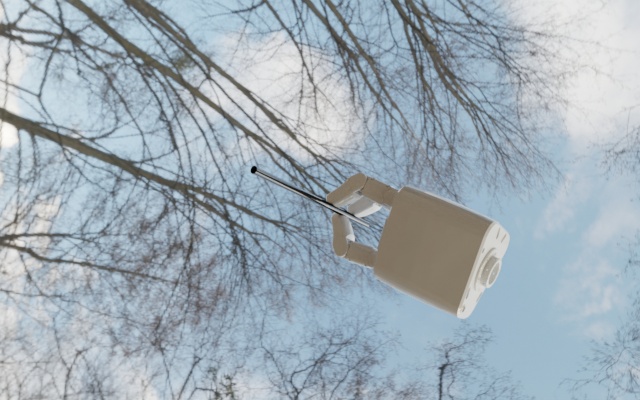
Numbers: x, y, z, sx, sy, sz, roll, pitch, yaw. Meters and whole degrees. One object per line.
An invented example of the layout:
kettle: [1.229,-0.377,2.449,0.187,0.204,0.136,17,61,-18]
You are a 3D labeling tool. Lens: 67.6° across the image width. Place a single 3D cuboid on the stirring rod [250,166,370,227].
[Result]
stirring rod: [0.000,0.002,0.544,0.011,0.011,0.239,0,-15,32]
